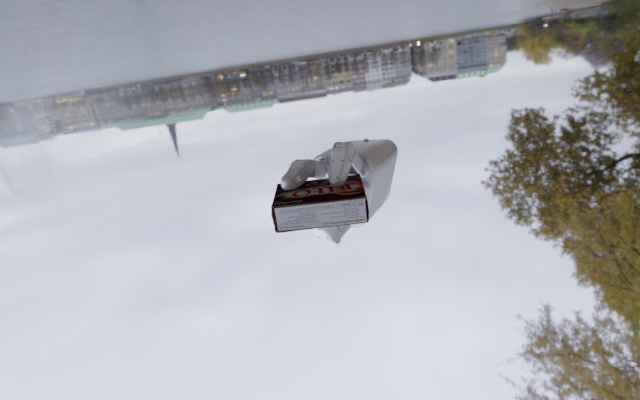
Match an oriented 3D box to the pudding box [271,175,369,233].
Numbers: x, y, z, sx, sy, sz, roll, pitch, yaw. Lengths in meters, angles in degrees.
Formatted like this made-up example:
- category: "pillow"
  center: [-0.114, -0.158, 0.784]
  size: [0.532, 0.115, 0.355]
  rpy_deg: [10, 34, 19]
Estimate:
- category: "pudding box"
  center: [0.000, 0.002, 0.587]
  size: [0.113, 0.039, 0.090]
  rpy_deg: [-8, 18, 2]
